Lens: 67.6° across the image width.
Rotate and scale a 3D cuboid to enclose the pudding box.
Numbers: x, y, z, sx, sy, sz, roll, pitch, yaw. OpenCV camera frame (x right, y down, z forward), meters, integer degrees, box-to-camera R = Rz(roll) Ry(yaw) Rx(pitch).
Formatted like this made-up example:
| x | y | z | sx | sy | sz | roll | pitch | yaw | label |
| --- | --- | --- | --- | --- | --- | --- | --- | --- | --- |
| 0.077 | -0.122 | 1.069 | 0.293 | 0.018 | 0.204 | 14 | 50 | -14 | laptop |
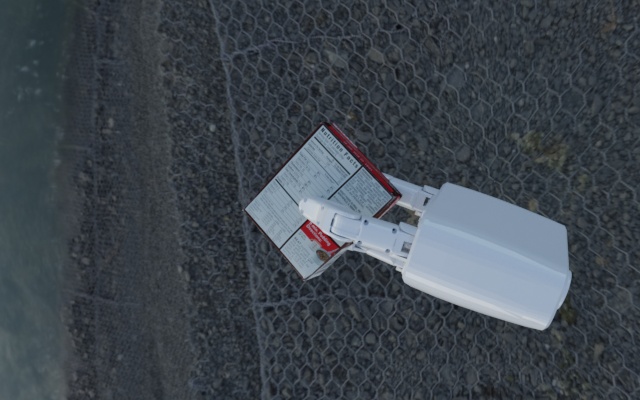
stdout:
| x | y | z | sx | sy | sz | roll | pitch | yaw | label |
| --- | --- | --- | --- | --- | --- | --- | --- | --- | --- |
| 0.000 | 0.001 | 0.418 | 0.113 | 0.090 | 0.039 | -45 | -11 | 16 | pudding box |
